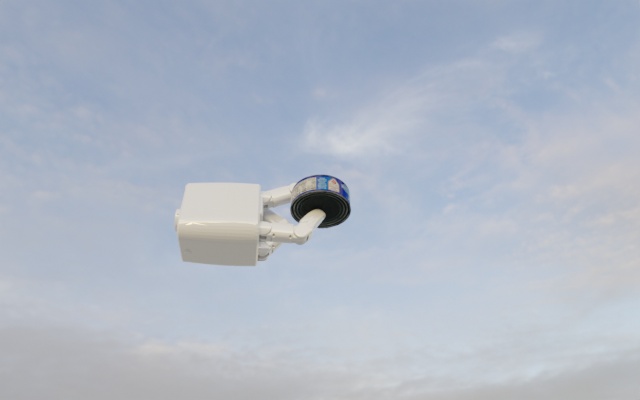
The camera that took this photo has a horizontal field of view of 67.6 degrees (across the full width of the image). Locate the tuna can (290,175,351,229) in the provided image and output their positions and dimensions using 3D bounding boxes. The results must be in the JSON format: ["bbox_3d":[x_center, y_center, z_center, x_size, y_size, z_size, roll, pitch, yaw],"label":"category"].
[{"bbox_3d":[0.000,0.002,0.682,0.086,0.033,0.086,0,-39,0],"label":"tuna can"}]
